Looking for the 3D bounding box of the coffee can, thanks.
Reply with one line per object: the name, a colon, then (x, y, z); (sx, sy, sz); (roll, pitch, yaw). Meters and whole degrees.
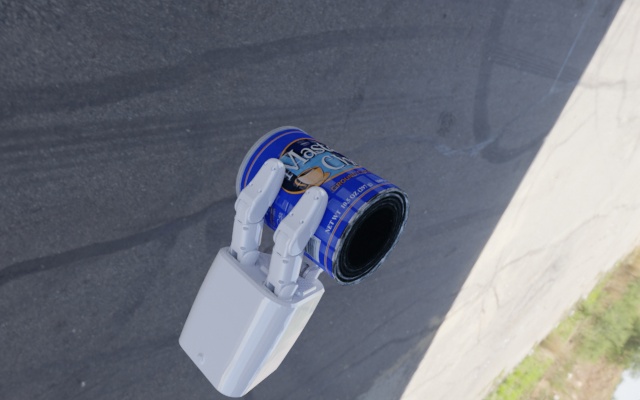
coffee can: (0.000, 0.001, 0.468); (0.140, 0.103, 0.103); (35, 20, 33)
